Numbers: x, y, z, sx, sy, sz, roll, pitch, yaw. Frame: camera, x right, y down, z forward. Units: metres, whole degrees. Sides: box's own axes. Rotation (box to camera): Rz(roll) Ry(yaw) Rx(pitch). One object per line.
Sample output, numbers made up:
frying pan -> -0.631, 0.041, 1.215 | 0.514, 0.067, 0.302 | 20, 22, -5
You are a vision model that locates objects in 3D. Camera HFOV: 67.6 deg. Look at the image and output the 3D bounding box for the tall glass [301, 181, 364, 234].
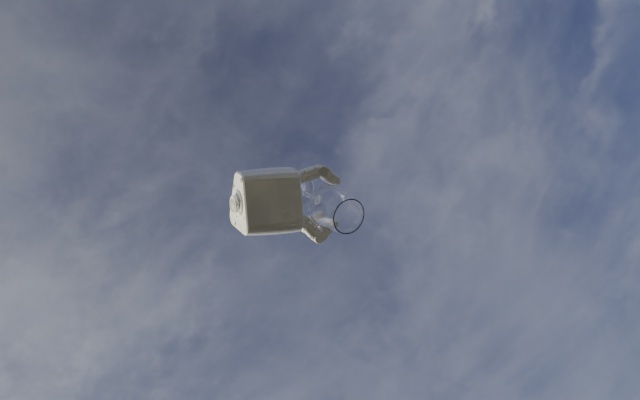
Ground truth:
tall glass -> 0.000, 0.003, 0.877 | 0.079, 0.079, 0.201 | 0, 14, -30
